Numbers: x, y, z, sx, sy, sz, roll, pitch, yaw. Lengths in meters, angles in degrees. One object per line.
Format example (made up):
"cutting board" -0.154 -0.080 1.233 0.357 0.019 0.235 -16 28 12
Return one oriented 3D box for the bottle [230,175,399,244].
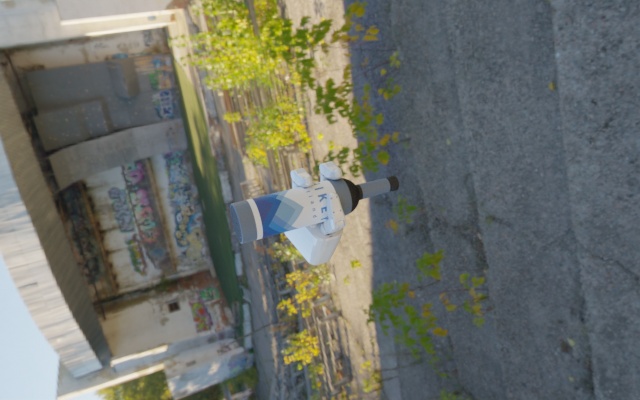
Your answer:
"bottle" 0.000 0.003 0.809 0.295 0.069 0.069 -14 5 -19
